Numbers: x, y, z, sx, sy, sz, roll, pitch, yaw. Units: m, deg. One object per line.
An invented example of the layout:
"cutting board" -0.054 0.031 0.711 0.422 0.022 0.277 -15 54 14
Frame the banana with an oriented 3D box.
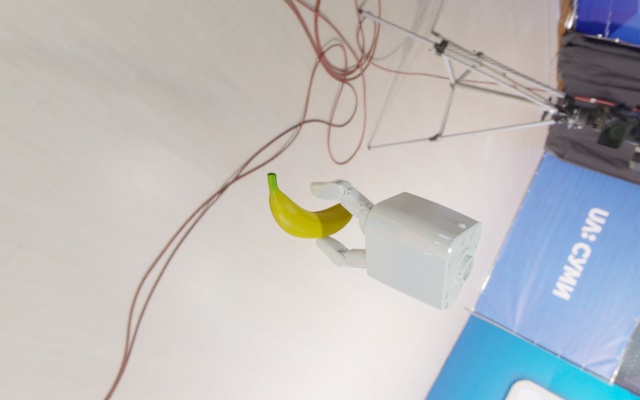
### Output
"banana" -0.008 0.019 0.638 0.037 0.069 0.198 20 1 35
